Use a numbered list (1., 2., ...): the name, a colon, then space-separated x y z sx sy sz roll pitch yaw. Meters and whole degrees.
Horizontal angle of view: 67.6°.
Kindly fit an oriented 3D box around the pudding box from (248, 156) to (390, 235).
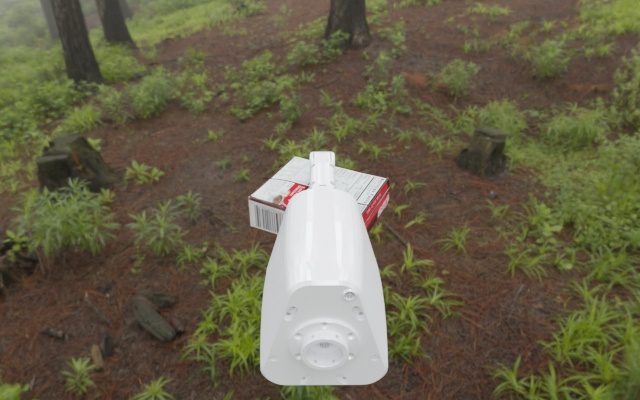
1. pudding box: 0.000 0.001 0.464 0.113 0.039 0.090 17 38 22
